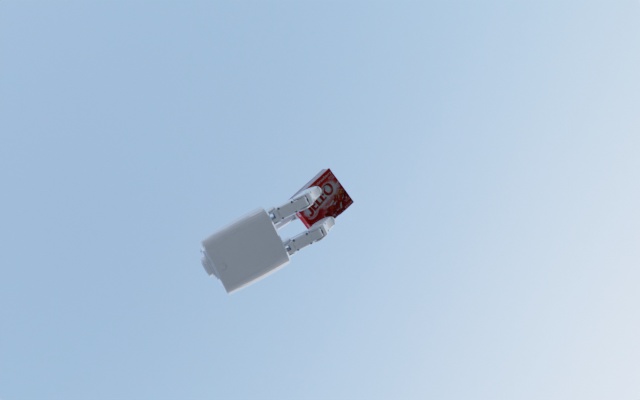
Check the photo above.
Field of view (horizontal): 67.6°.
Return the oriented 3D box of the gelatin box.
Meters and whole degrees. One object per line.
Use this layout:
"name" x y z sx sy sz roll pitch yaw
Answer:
"gelatin box" 0.000 0.002 0.782 0.089 0.073 0.030 -43 17 -18
